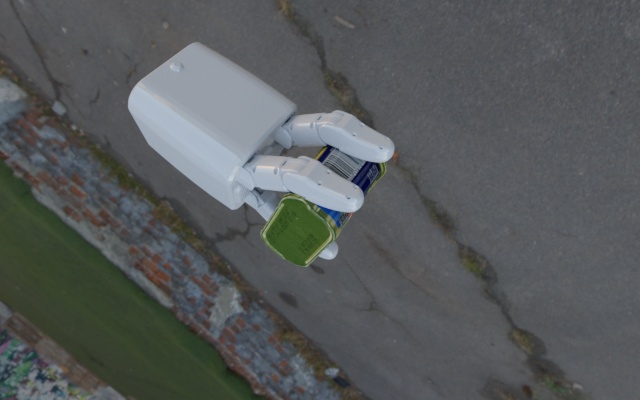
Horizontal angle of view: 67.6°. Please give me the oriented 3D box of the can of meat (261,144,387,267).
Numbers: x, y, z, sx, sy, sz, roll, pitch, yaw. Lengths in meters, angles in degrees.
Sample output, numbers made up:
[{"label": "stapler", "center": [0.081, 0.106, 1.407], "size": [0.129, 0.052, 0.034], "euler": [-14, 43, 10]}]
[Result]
[{"label": "can of meat", "center": [0.000, 0.002, 0.408], "size": [0.057, 0.084, 0.102], "euler": [38, -34, 0]}]
